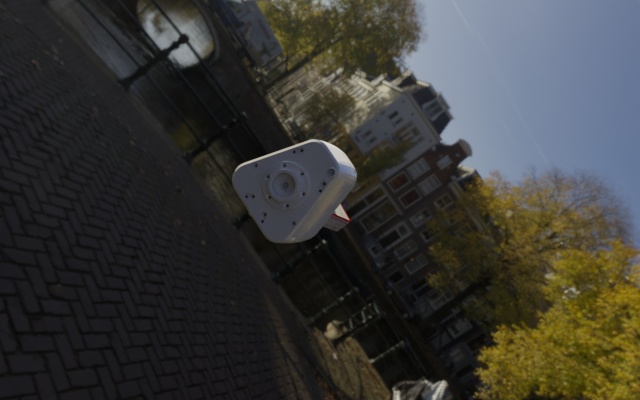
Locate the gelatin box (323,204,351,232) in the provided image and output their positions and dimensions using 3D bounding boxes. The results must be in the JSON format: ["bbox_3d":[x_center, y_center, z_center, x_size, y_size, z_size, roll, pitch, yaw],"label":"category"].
[{"bbox_3d":[0.001,0.002,0.664,0.030,0.073,0.089,-36,-21,13],"label":"gelatin box"}]
